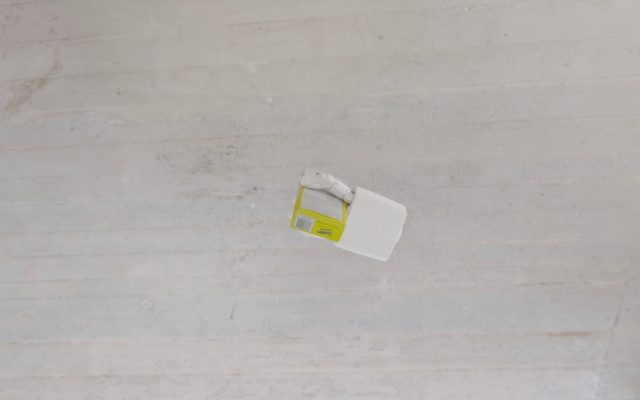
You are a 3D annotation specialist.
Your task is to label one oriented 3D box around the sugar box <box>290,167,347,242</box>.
[{"bbox_3d":[0.000,0.003,0.897,0.093,0.048,0.176,19,26,-6],"label":"sugar box"}]
